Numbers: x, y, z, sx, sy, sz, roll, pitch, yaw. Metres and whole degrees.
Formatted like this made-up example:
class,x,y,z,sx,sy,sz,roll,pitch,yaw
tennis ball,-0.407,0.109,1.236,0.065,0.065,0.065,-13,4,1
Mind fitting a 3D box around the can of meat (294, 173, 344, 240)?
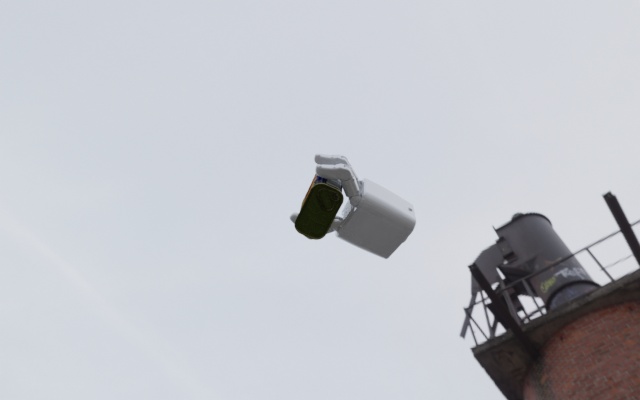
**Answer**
class,x,y,z,sx,sy,sz,roll,pitch,yaw
can of meat,0.000,0.003,0.823,0.057,0.102,0.084,24,24,-6
